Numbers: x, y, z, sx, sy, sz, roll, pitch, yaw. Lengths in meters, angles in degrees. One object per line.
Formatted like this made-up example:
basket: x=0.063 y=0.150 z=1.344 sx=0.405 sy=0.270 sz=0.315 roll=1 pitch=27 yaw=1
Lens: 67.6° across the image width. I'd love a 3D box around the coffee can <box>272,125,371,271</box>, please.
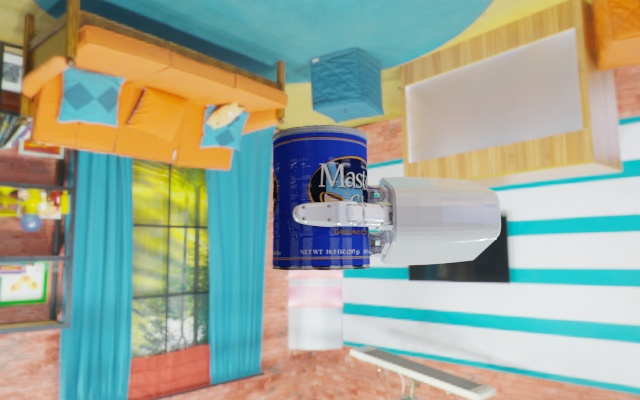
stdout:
coffee can: x=0.000 y=0.001 z=0.504 sx=0.103 sy=0.140 sz=0.103 roll=-1 pitch=-6 yaw=0
